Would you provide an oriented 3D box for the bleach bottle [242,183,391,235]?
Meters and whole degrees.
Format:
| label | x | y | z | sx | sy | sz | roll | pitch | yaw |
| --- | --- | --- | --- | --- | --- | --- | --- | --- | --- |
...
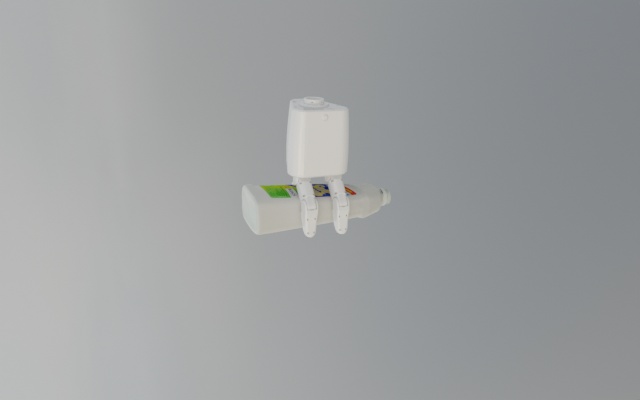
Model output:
| label | x | y | z | sx | sy | sz | roll | pitch | yaw |
| --- | --- | --- | --- | --- | --- | --- | --- | --- | --- |
| bleach bottle | 0.000 | 0.003 | 0.816 | 0.251 | 0.068 | 0.102 | -6 | 22 | -22 |
